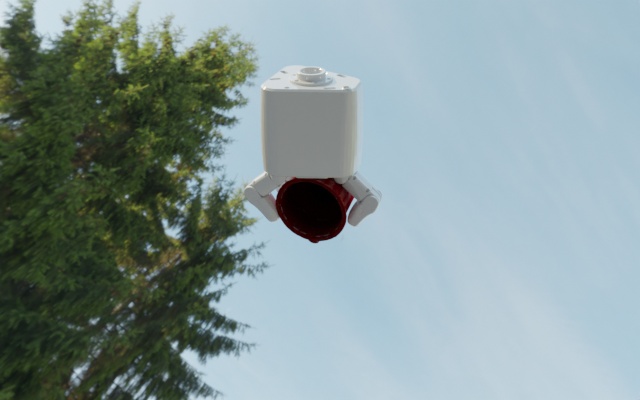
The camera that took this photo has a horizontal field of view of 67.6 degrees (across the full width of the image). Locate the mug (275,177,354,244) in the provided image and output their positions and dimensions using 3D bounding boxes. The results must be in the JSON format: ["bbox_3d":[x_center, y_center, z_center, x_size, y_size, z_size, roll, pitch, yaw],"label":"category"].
[{"bbox_3d":[0.000,0.003,0.626,0.093,0.117,0.081,11,35,15],"label":"mug"}]
